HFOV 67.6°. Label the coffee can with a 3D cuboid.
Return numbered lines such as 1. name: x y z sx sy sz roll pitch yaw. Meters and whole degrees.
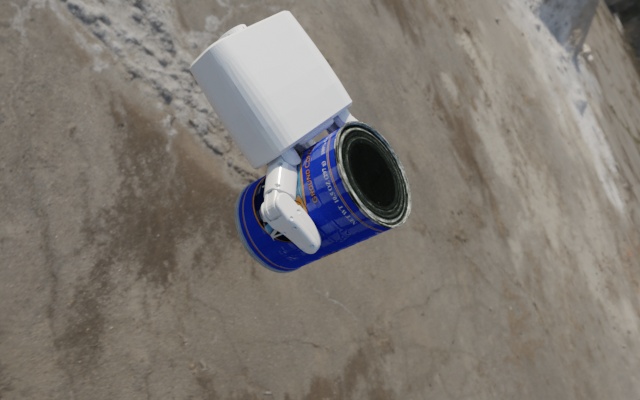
1. coffee can: 0.000 0.002 0.460 0.140 0.102 0.103 -28 -18 37
